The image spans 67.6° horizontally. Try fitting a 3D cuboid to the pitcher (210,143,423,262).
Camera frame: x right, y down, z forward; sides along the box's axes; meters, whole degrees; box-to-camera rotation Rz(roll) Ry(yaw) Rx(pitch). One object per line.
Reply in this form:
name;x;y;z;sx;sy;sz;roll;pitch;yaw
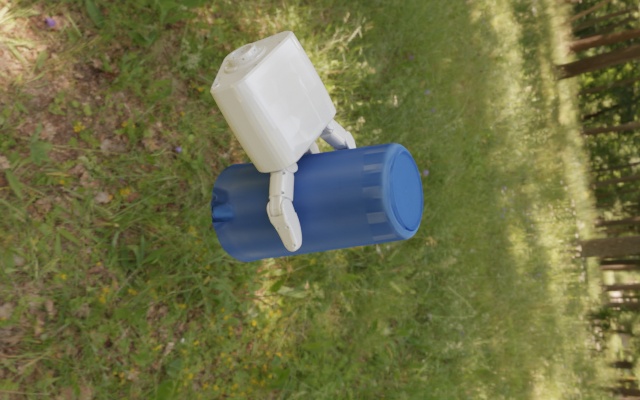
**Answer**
pitcher;0.000;0.002;0.594;0.243;0.145;0.149;-8;41;32
